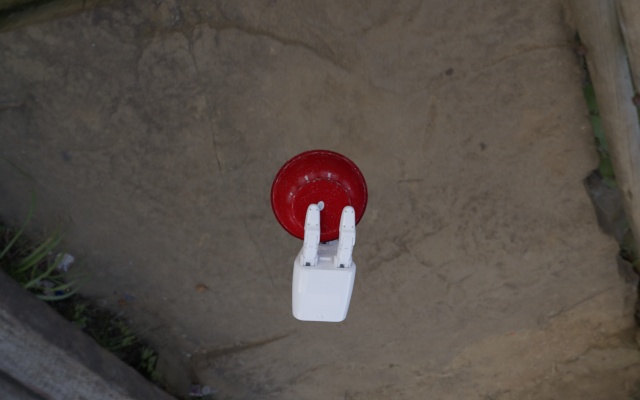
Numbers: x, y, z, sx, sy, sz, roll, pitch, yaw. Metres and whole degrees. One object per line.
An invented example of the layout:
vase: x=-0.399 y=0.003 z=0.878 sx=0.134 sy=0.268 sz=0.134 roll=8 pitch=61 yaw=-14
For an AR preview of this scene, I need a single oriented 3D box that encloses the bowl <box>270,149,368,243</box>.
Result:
bowl: x=0.000 y=0.001 z=0.763 sx=0.162 sy=0.162 sz=0.055 roll=0 pitch=17 yaw=-4
